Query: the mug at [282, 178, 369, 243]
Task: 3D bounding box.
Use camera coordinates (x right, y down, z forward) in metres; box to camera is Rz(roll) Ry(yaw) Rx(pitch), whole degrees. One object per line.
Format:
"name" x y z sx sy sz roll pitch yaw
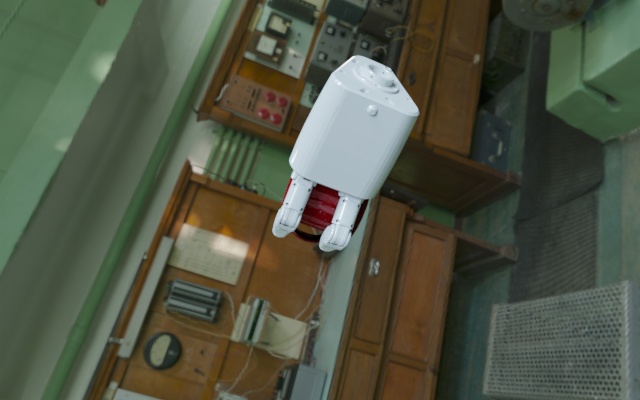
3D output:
"mug" -0.001 0.003 0.567 0.081 0.117 0.093 21 34 -11
